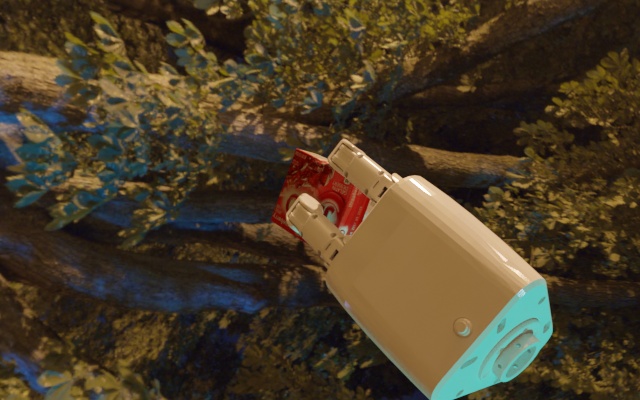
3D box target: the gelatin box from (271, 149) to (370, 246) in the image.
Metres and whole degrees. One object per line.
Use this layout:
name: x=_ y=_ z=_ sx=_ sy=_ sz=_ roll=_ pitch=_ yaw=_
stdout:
gelatin box: x=0.000 y=0.001 z=0.422 sx=0.030 sy=0.073 sz=0.089 roll=13 pitch=11 yaw=-42
